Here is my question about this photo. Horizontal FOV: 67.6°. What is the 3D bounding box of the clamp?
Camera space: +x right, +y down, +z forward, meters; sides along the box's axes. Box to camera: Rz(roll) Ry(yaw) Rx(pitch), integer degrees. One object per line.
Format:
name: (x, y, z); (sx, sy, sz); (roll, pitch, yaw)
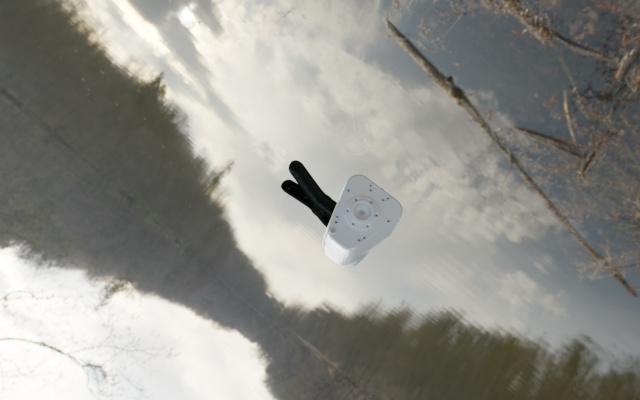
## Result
clamp: (0.000, 0.003, 0.805); (0.171, 0.039, 0.120); (38, -14, 10)
